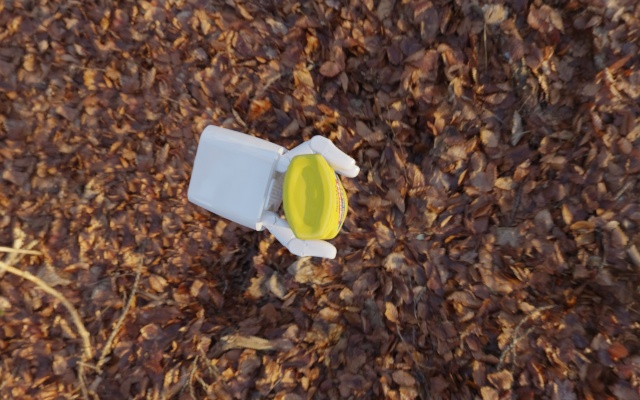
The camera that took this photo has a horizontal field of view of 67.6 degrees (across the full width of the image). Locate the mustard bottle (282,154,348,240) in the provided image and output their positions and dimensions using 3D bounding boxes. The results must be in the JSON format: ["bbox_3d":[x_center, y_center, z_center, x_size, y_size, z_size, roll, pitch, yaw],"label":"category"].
[{"bbox_3d":[0.000,0.002,0.613,0.058,0.096,0.191,-5,-5,9],"label":"mustard bottle"}]
